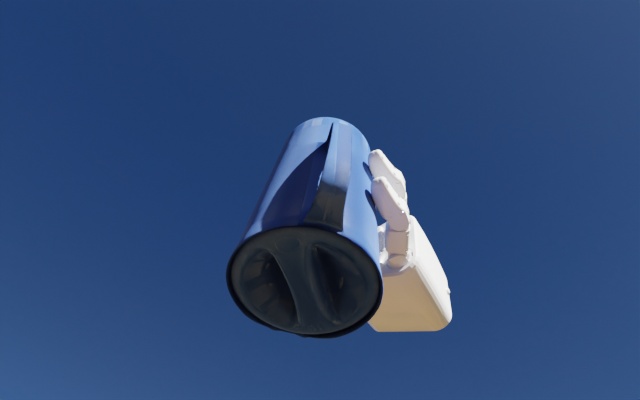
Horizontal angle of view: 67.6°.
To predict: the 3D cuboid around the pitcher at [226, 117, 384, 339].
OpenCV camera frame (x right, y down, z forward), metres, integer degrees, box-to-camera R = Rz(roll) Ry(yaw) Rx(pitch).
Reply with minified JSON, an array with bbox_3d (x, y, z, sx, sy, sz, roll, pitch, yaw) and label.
[{"bbox_3d":[0.000,0.002,0.489,0.149,0.145,0.242,-26,28,22],"label":"pitcher"}]
